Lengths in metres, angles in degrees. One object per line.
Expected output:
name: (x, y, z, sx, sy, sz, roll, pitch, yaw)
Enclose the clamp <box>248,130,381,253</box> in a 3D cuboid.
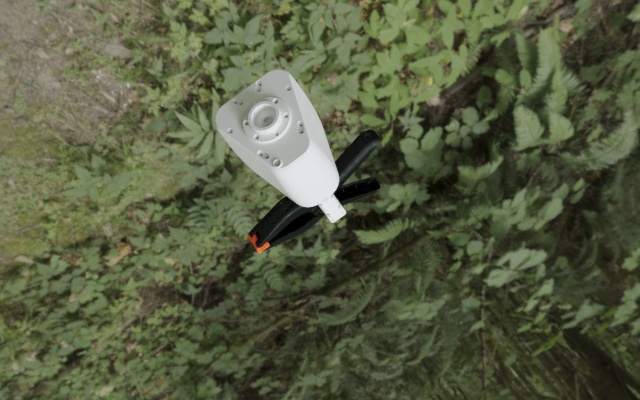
clamp: (0.000, 0.003, 0.648, 0.210, 0.036, 0.165, -36, -22, 1)
